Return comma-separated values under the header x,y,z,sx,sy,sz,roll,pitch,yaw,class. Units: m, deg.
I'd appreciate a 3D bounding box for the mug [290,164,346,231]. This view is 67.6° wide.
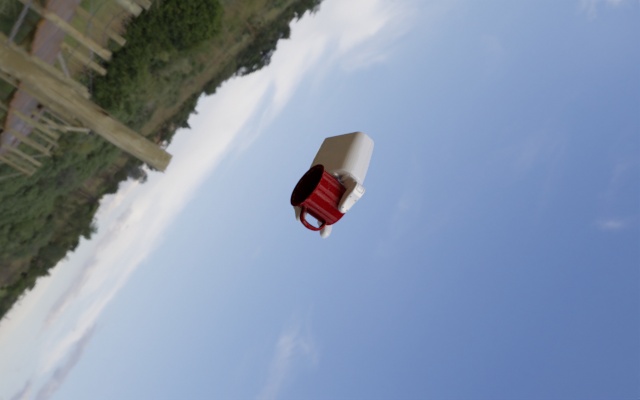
x,y,z,sx,sy,sz,roll,pitch,yaw,class
0.000,0.004,0.878,0.081,0.117,0.093,37,-34,-24,mug
